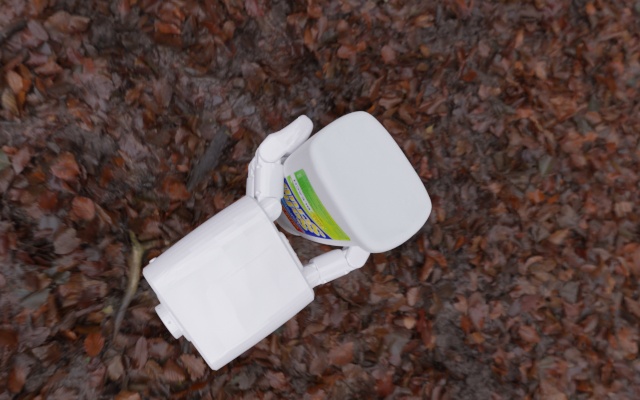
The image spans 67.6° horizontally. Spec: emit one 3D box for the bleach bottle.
[{"bbox_3d":[0.000,0.001,0.450,0.068,0.102,0.251,-34,2,-18],"label":"bleach bottle"}]
